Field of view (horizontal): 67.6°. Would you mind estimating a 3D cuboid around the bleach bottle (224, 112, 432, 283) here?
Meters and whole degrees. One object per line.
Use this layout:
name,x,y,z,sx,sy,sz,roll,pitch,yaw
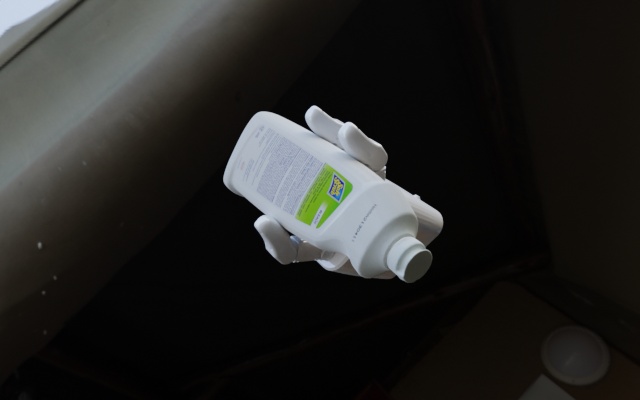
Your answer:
bleach bottle,0.000,0.001,0.445,0.068,0.102,0.250,16,16,-42
